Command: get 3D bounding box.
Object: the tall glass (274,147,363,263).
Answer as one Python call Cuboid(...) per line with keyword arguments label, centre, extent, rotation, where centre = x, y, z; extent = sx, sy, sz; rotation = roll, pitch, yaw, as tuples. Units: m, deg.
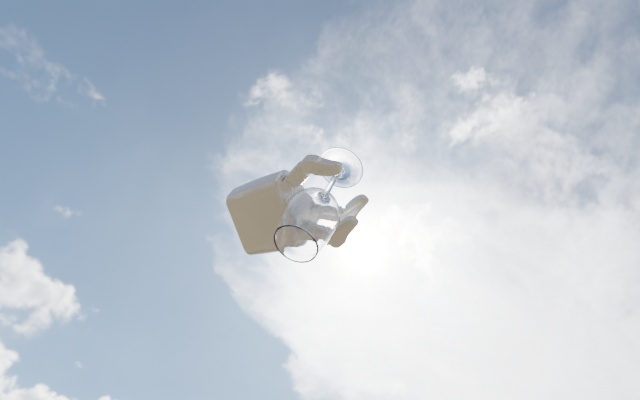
Cuboid(label="tall glass", centre=(0.000, 0.002, 0.687), extent=(0.079, 0.079, 0.201), rotation=(0, 33, 23))
